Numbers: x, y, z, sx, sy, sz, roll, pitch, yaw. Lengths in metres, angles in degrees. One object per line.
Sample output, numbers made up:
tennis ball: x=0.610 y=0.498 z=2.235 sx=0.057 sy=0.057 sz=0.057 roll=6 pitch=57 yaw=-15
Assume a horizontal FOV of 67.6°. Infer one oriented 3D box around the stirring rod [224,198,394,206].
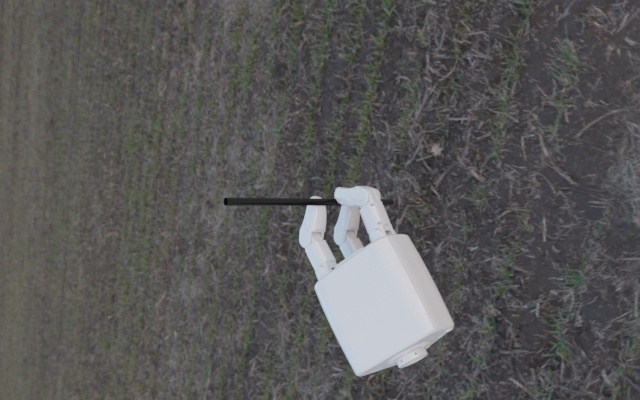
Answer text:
stirring rod: x=0.000 y=0.002 z=0.538 sx=0.239 sy=0.011 sz=0.011 roll=0 pitch=0 yaw=-40
